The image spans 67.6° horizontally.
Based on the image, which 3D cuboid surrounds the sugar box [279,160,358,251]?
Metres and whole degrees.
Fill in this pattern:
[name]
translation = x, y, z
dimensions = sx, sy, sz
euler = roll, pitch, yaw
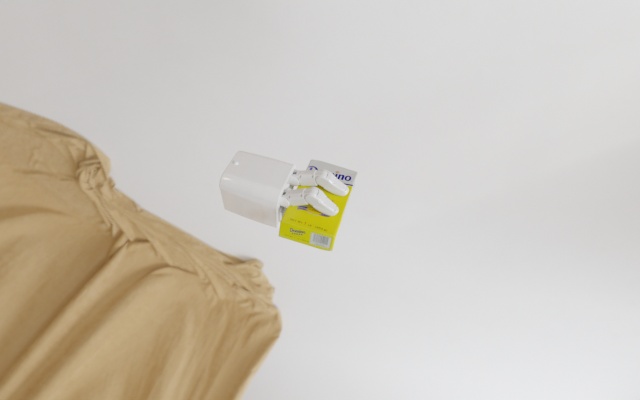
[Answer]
[sugar box]
translation = 0.000, 0.002, 0.827
dimensions = 0.093, 0.048, 0.176
euler = 17, 45, 5
